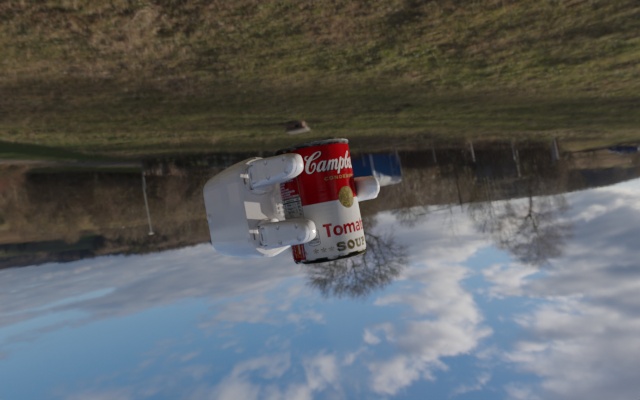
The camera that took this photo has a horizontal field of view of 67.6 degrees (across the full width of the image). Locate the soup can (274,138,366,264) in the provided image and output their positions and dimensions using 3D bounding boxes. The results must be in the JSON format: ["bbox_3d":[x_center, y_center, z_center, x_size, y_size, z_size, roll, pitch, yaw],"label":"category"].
[{"bbox_3d":[0.001,0.002,0.430,0.068,0.102,0.068,-10,-1,0],"label":"soup can"}]
